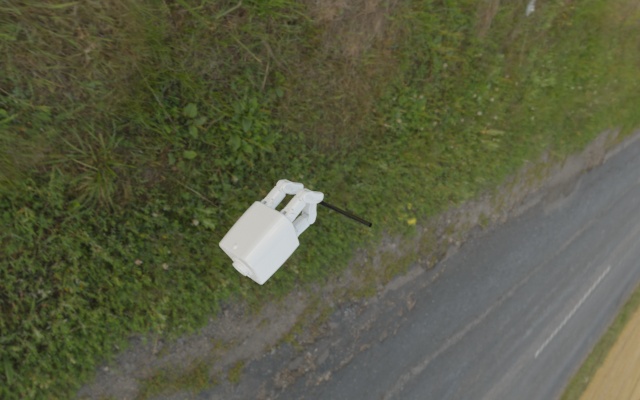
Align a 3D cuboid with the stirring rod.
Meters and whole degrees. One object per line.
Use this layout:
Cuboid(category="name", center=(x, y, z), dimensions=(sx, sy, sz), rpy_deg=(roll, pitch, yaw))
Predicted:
Cuboid(category="stirring rod", center=(0.000, 0.003, 0.895), dimensions=(0.239, 0.011, 0.011), rpy_deg=(25, 16, 38))
